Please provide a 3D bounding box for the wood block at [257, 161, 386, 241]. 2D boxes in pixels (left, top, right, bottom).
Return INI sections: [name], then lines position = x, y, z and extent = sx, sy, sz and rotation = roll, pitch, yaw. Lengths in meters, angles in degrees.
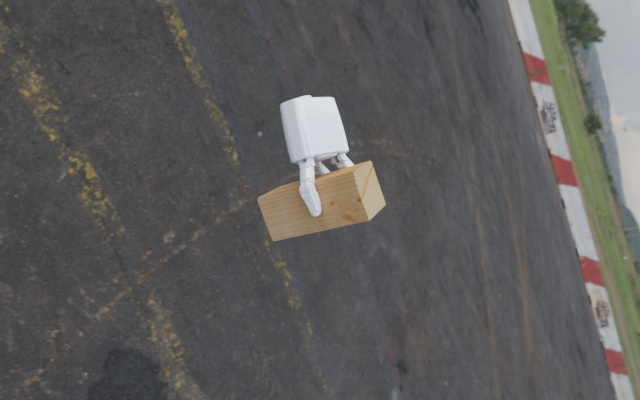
[wood block]
position = 0.000, 0.003, 0.881
extent = 0.206, 0.090, 0.090
rotation = -14, 10, 30
